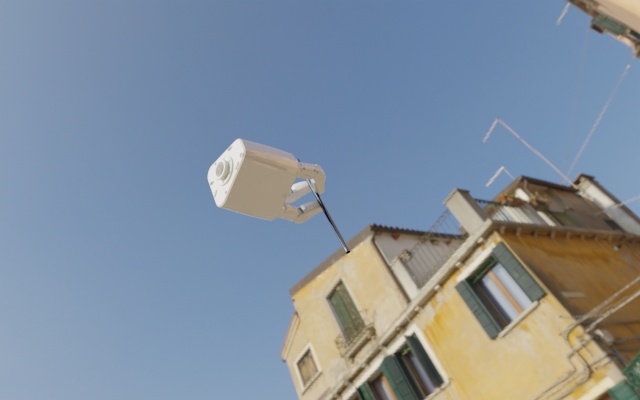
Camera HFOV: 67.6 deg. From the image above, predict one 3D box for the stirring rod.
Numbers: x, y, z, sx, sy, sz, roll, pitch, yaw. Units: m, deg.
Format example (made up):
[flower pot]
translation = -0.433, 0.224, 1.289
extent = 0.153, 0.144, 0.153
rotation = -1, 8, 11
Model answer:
[stirring rod]
translation = 0.000, 0.003, 0.845
extent = 0.011, 0.011, 0.239
rotation = 0, 42, -30
